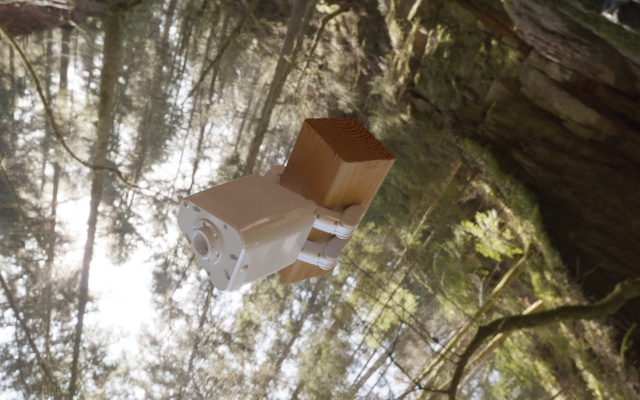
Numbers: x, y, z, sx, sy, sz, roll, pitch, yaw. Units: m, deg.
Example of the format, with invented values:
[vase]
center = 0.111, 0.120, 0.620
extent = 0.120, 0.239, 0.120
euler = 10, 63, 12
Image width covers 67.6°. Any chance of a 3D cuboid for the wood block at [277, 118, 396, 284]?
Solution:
[wood block]
center = 0.000, 0.002, 0.631
extent = 0.090, 0.206, 0.090
euler = -8, 47, -40
